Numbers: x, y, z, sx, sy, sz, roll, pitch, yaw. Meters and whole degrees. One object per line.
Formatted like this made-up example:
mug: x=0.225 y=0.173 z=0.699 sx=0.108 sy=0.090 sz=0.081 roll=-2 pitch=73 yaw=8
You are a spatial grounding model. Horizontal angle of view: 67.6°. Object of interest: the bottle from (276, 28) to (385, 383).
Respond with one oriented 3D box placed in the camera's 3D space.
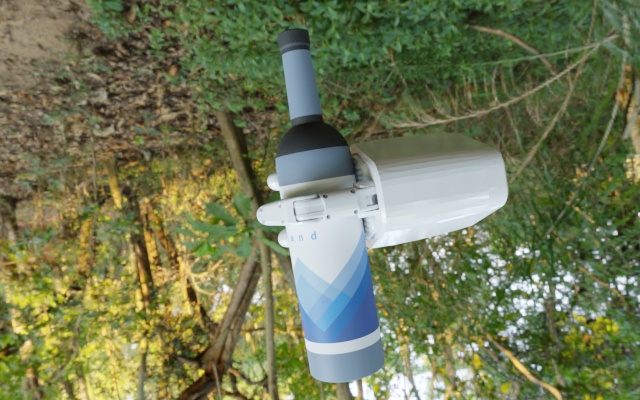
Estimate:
bottle: x=0.000 y=0.002 z=0.416 sx=0.069 sy=0.296 sz=0.069 roll=-9 pitch=2 yaw=0
